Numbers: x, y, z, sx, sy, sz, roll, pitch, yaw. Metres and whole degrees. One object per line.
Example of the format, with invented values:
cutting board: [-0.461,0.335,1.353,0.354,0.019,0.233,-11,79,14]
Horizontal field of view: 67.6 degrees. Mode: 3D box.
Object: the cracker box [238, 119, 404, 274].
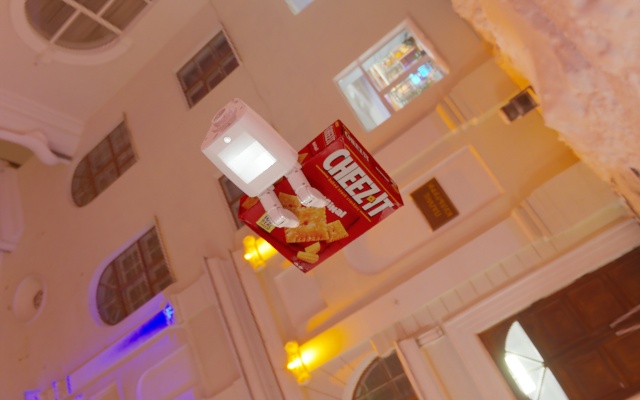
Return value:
cracker box: [0.000,0.003,0.771,0.214,0.164,0.072,-36,28,17]
